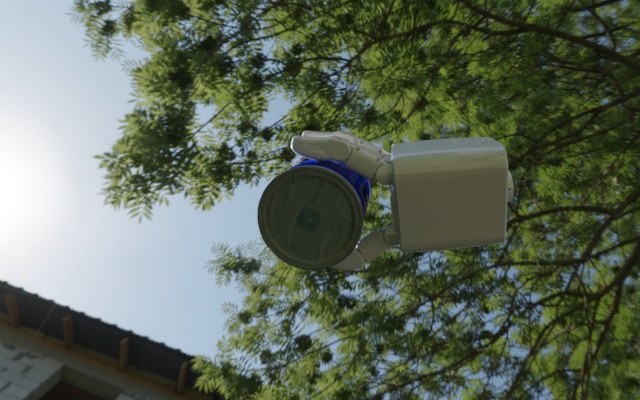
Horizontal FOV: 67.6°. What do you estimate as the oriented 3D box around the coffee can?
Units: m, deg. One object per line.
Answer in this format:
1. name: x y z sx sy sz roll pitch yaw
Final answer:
1. coffee can: 0.000 0.002 0.518 0.103 0.103 0.140 0 14 9
